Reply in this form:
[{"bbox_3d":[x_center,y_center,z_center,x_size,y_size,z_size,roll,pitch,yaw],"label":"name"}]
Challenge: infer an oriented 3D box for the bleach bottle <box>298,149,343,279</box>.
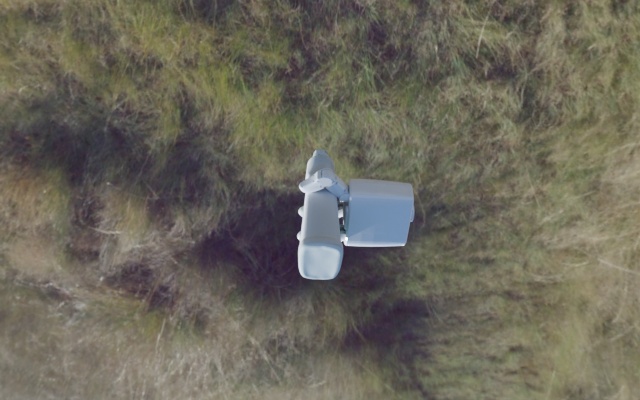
[{"bbox_3d":[0.000,0.003,0.808,0.068,0.250,0.103,3,-41,-2],"label":"bleach bottle"}]
